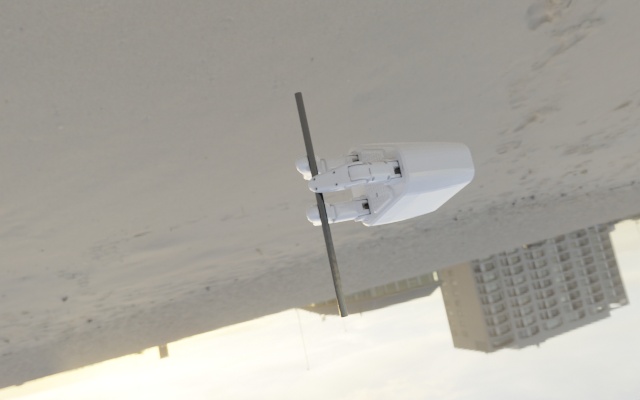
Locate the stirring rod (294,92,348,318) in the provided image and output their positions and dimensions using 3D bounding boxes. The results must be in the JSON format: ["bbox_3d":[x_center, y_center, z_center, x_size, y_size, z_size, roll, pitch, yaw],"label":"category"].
[{"bbox_3d":[0.000,0.002,0.500,0.011,0.239,0.011,-12,-7,-1],"label":"stirring rod"}]
